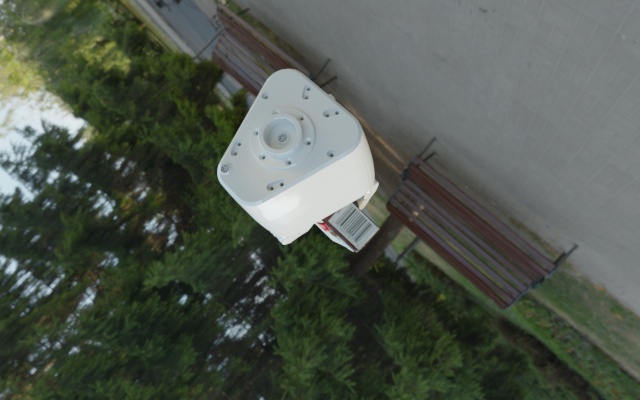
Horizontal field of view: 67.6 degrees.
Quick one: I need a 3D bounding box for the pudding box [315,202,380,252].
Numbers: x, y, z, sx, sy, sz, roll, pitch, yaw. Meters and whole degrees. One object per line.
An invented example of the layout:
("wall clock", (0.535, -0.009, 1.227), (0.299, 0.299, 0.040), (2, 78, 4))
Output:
("pudding box", (0.000, 0.002, 0.513), (0.113, 0.039, 0.090), (45, -7, -11))
